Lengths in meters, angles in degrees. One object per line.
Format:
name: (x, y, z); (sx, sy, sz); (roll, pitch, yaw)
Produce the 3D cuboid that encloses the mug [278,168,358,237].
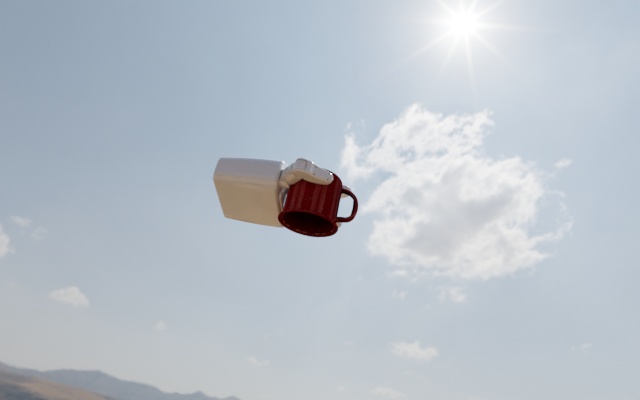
mug: (0.002, 0.002, 0.733); (0.117, 0.081, 0.093); (7, -27, 12)
